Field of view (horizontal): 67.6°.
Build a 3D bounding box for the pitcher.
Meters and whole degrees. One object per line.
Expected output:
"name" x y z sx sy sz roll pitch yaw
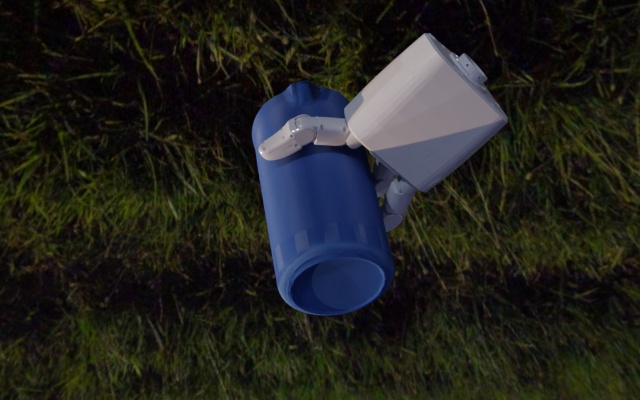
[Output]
"pitcher" 0.000 0.002 0.519 0.149 0.242 0.145 29 -57 -33
